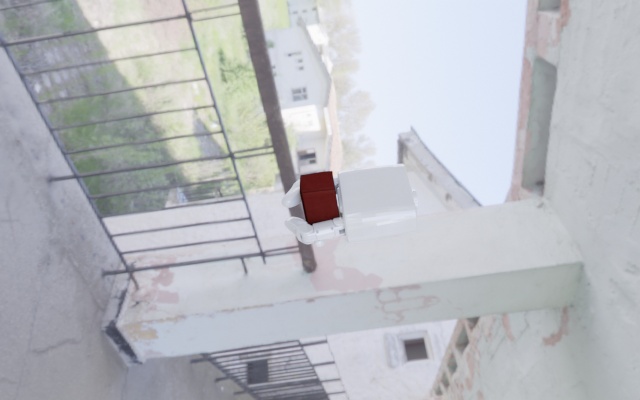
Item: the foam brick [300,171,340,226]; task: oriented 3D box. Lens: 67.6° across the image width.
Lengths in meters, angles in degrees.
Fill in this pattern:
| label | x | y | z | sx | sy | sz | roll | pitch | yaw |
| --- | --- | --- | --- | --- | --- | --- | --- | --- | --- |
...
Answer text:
| label | x | y | z | sx | sy | sz | roll | pitch | yaw |
| --- | --- | --- | --- | --- | --- | --- | --- | --- | --- |
| foam brick | 0.000 | 0.002 | 0.717 | 0.051 | 0.078 | 0.053 | -8 | 35 | 3 |
